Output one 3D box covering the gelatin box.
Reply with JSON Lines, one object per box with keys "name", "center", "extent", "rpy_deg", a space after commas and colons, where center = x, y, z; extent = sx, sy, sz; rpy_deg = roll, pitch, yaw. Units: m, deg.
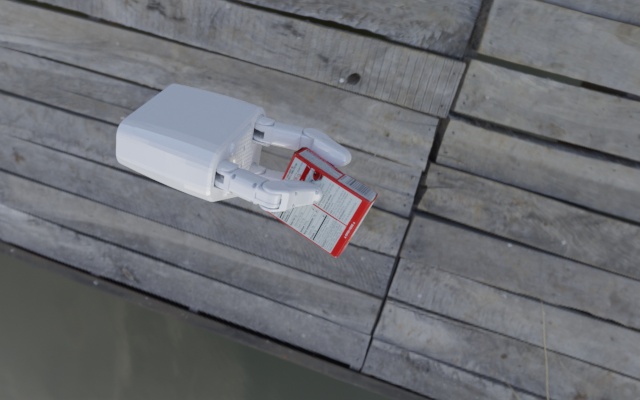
{"name": "gelatin box", "center": [0.000, 0.002, 0.471], "extent": [0.089, 0.073, 0.030], "rpy_deg": [34, 29, 9]}
